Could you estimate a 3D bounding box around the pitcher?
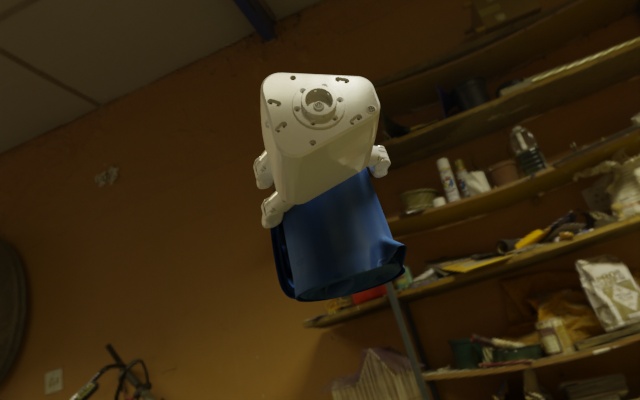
[{"bbox_3d":[0.000,0.002,0.606,0.149,0.242,0.145,-13,-21,-6],"label":"pitcher"}]
